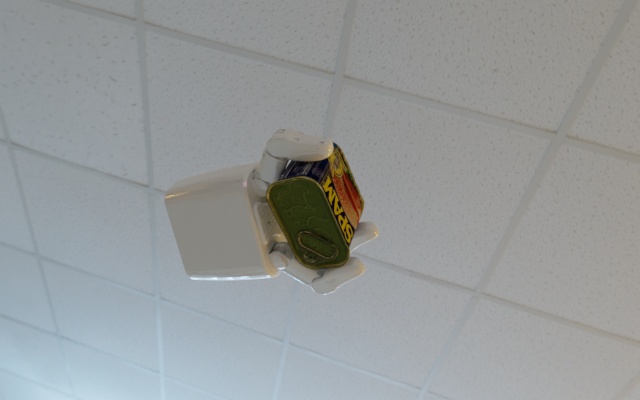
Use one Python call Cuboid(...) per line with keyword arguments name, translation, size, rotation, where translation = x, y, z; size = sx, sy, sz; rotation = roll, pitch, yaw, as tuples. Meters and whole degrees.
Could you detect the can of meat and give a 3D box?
Cuboid(name="can of meat", translation=(0.000, 0.001, 0.470), size=(0.057, 0.102, 0.084), rotation=(-11, 29, 25))
